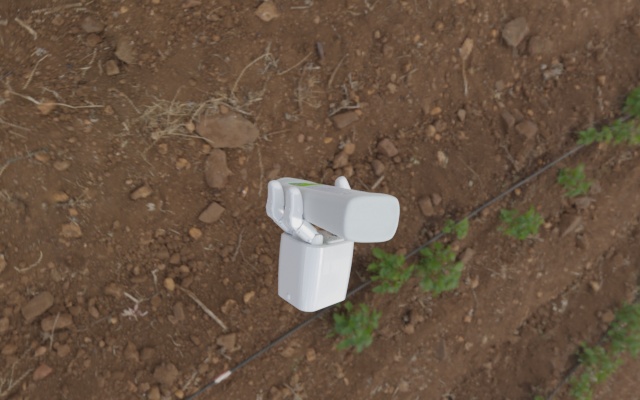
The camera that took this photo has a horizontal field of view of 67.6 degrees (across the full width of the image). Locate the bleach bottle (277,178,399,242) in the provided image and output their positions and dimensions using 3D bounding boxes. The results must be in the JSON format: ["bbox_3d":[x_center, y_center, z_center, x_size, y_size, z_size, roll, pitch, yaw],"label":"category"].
[{"bbox_3d":[0.000,0.002,0.745,0.102,0.068,0.251,1,10,-35],"label":"bleach bottle"}]
